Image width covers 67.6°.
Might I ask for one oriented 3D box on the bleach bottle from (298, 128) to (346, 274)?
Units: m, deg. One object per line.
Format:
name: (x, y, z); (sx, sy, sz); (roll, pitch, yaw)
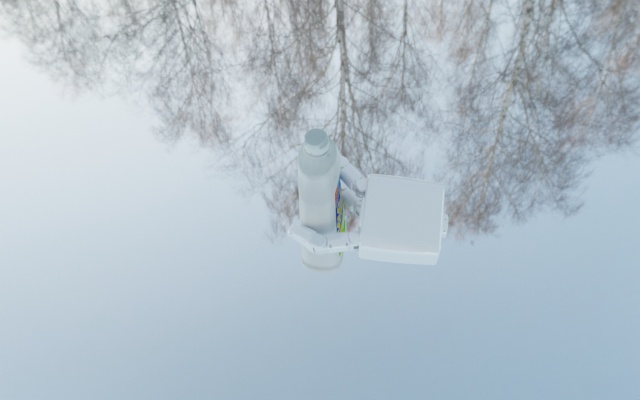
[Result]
bleach bottle: (0.000, 0.002, 0.675); (0.068, 0.102, 0.251); (6, -35, 8)
